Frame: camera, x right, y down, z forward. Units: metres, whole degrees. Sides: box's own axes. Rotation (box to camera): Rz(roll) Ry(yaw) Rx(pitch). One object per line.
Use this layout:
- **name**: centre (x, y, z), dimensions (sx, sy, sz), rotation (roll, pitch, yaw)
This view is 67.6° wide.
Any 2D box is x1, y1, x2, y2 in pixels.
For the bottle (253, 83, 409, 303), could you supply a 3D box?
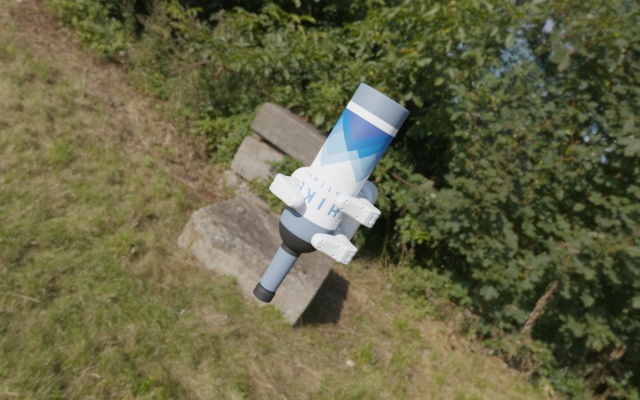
- **bottle**: centre (0.000, 0.002, 0.589), dimensions (0.069, 0.296, 0.069), rotation (30, 12, -7)
